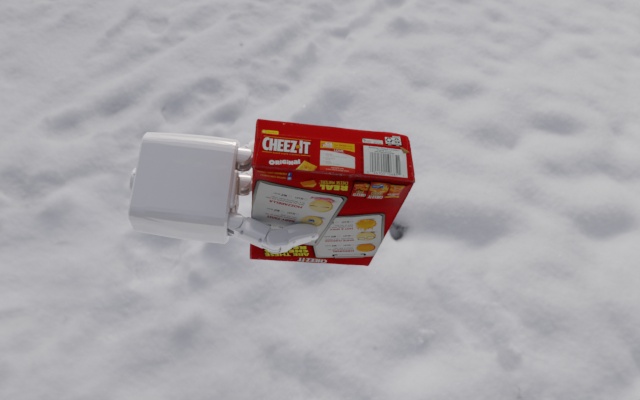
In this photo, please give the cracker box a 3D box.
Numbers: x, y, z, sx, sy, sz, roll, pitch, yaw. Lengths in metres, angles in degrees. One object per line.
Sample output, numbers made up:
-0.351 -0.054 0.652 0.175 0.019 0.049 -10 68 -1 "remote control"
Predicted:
0.000 0.002 0.567 0.164 0.072 0.214 5 -31 -6 "cracker box"
